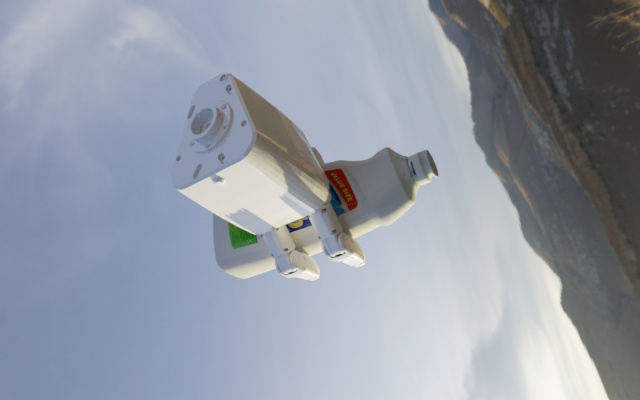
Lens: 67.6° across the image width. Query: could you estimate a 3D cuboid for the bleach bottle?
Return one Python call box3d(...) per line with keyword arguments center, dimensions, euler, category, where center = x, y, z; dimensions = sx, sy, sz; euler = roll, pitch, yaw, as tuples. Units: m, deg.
box3d(center=(0.000, 0.002, 0.509), dimensions=(0.251, 0.102, 0.068), euler=(-23, -33, 24), category="bleach bottle")
